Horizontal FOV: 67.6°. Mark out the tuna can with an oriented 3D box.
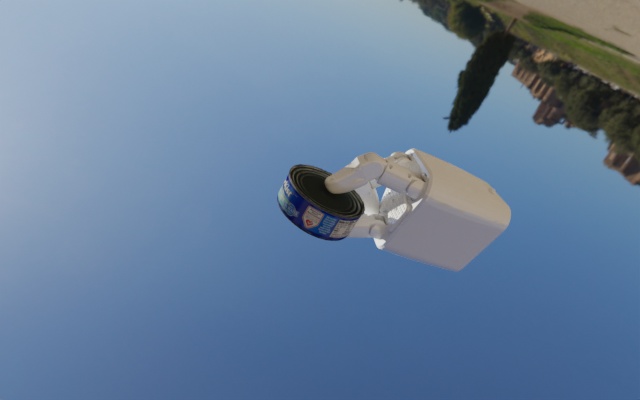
[{"bbox_3d":[0.000,0.002,0.484,0.086,0.034,0.086,25,26,-13],"label":"tuna can"}]
